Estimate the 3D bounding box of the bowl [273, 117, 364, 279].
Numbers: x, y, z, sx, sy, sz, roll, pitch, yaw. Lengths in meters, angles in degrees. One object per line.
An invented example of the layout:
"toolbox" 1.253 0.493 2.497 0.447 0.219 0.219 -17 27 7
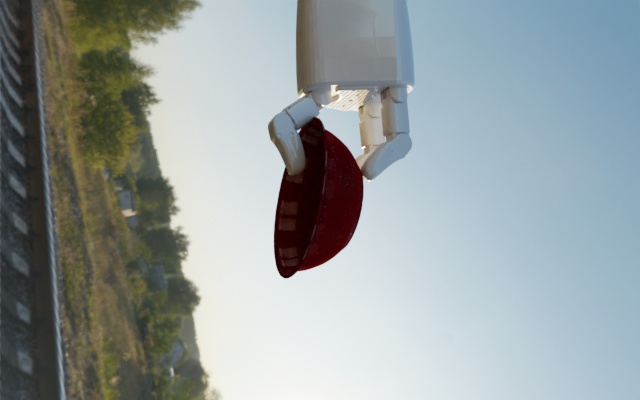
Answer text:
"bowl" 0.000 0.003 0.481 0.055 0.162 0.162 11 -4 -18
